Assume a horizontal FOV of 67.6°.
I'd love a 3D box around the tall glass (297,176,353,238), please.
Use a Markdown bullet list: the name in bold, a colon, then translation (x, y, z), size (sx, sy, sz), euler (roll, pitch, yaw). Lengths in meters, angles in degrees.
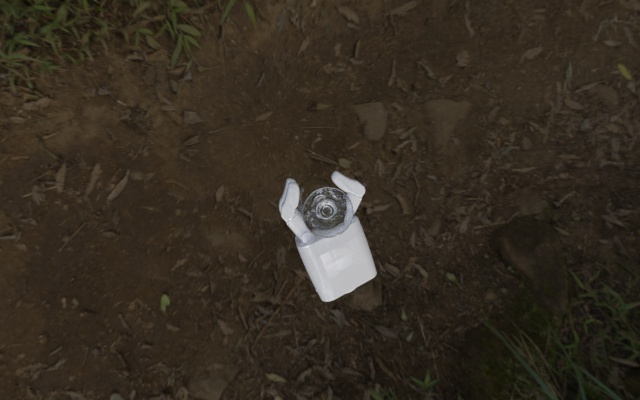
- **tall glass**: translation (0.000, 0.003, 0.780), size (0.079, 0.079, 0.201), euler (0, 9, -6)
